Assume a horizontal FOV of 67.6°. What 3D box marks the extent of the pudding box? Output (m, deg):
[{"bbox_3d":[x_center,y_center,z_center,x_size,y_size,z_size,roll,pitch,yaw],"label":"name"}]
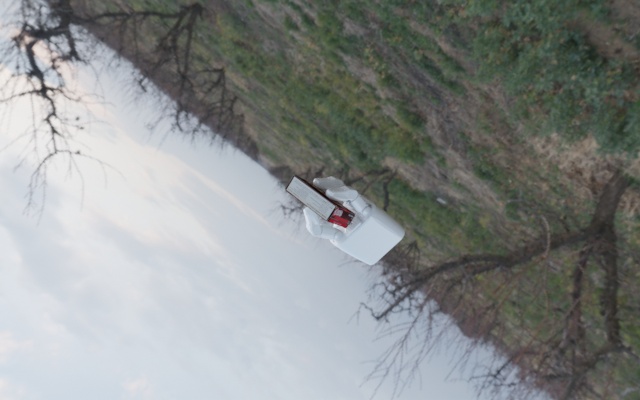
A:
[{"bbox_3d":[0.000,0.003,0.890,0.113,0.039,0.090,34,4,27],"label":"pudding box"}]
